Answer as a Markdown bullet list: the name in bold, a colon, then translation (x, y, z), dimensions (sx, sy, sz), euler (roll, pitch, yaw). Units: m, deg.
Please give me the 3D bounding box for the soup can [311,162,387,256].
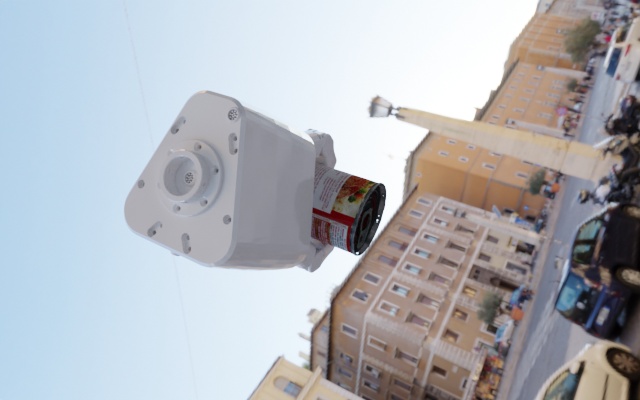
- **soup can**: translation (0.000, 0.001, 0.437), dimensions (0.102, 0.068, 0.068), euler (20, 8, 23)
